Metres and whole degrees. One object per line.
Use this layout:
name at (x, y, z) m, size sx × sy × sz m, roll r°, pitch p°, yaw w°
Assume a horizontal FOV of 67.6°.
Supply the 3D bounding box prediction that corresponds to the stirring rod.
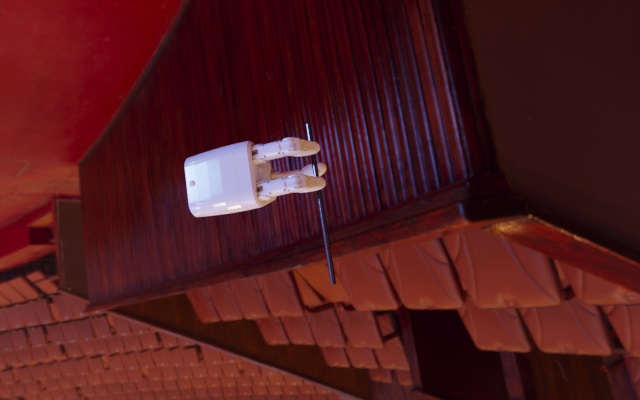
stirring rod at (0.000, 0.002, 0.700) m, size 0.011 × 0.239 × 0.011 m, roll -9°, pitch -10°, yaw -2°
